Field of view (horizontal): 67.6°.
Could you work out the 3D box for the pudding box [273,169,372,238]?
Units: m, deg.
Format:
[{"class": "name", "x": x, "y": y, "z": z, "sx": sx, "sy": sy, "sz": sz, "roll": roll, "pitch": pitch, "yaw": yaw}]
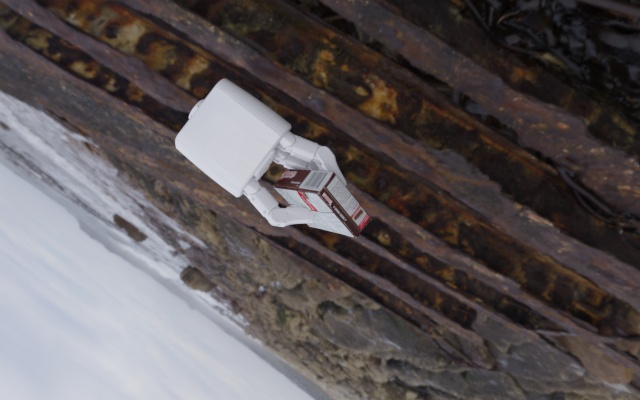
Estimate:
[{"class": "pudding box", "x": 0.000, "y": 0.002, "z": 0.634, "sx": 0.090, "sy": 0.039, "sz": 0.113, "roll": 48, "pitch": -20, "yaw": -29}]
